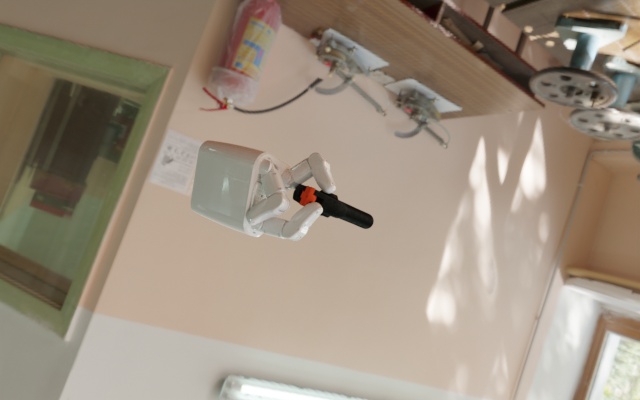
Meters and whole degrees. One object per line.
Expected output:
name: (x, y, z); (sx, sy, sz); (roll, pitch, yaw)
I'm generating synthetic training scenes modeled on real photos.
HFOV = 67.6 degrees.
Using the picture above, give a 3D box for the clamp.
clamp: (0.000, 0.003, 0.701); (0.120, 0.039, 0.171); (16, -6, 28)
